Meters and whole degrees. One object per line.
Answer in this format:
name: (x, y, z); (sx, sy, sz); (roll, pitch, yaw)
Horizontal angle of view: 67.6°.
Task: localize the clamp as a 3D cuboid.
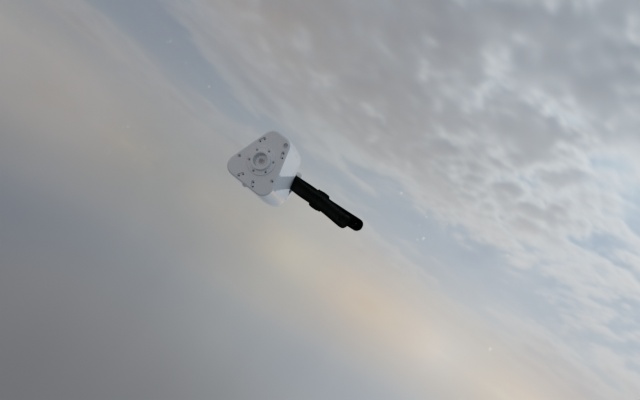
clamp: (0.000, 0.002, 0.868); (0.171, 0.039, 0.120); (33, -1, 9)
